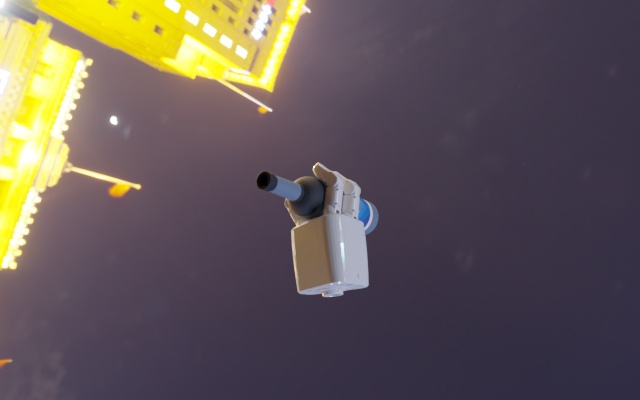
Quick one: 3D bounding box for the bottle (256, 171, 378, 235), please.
[{"bbox_3d":[0.000,0.003,0.790,0.069,0.069,0.296,0,-12,34],"label":"bottle"}]
